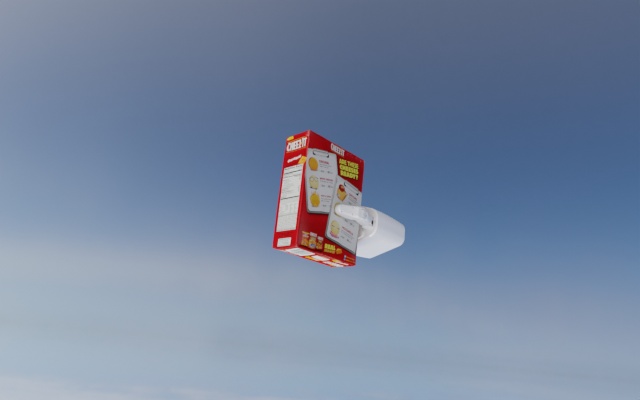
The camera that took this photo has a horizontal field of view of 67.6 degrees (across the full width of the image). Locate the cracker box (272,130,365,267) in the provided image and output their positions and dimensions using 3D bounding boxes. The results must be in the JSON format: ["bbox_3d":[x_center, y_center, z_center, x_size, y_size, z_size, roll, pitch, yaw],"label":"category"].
[{"bbox_3d":[0.000,0.003,0.881,0.072,0.213,0.164,-10,-23,41],"label":"cracker box"}]
